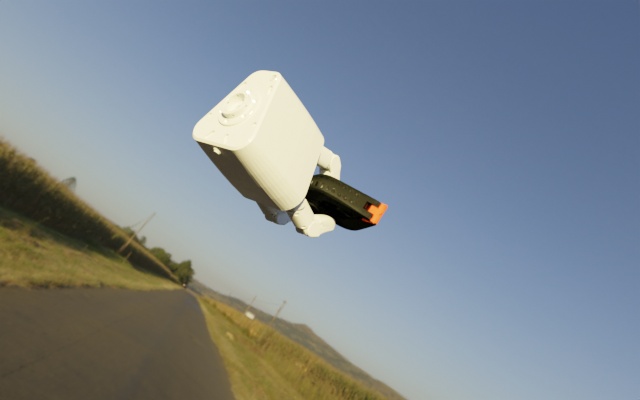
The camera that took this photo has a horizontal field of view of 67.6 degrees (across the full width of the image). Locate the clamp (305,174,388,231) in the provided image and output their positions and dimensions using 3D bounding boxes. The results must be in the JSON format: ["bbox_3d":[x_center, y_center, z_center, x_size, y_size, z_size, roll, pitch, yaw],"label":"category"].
[{"bbox_3d":[0.001,0.001,0.624,0.210,0.036,0.165,19,-24,38],"label":"clamp"}]
